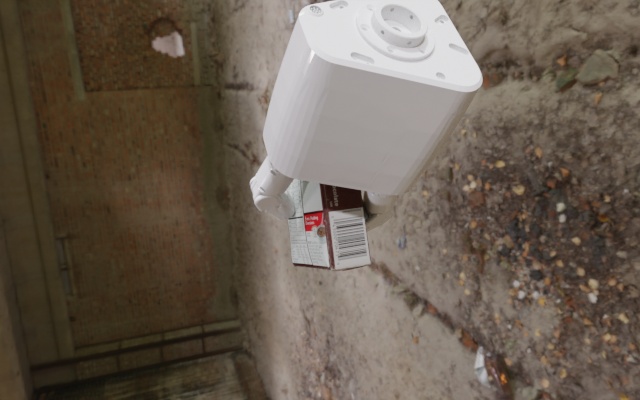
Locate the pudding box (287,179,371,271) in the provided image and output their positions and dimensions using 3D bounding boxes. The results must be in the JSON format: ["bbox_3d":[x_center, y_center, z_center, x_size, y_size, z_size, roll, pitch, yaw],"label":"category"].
[{"bbox_3d":[0.000,0.001,0.410,0.039,0.113,0.090,-5,-2,-23],"label":"pudding box"}]
